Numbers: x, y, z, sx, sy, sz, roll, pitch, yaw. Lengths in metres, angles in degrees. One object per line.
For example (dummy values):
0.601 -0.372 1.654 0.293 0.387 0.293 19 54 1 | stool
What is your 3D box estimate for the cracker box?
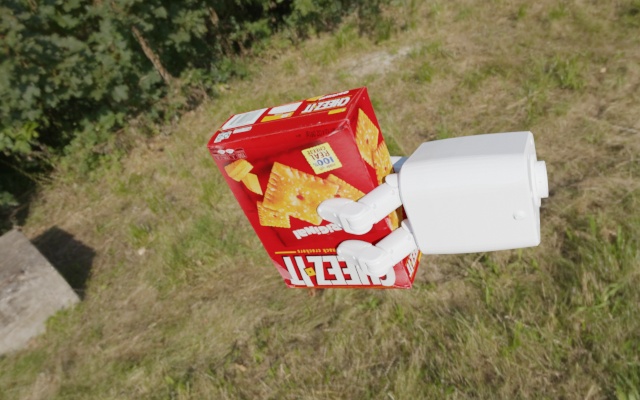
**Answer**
0.000 0.001 0.512 0.164 0.214 0.072 -5 36 29 | cracker box
